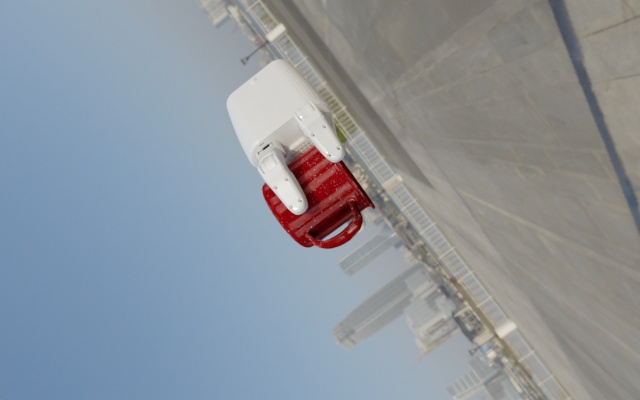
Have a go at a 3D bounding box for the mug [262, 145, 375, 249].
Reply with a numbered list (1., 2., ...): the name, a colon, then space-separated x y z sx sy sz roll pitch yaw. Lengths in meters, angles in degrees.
1. mug: 0.000 0.003 0.474 0.081 0.117 0.093 -37 -42 7
